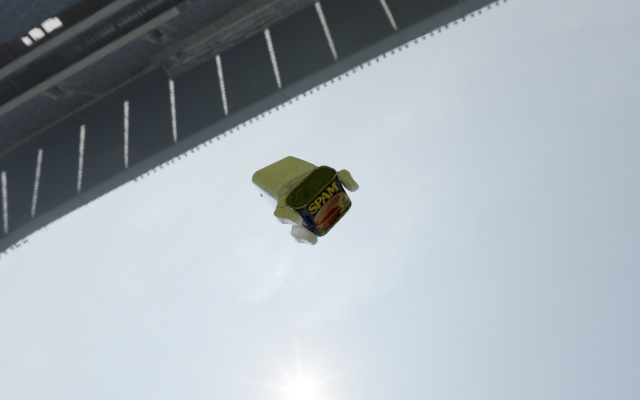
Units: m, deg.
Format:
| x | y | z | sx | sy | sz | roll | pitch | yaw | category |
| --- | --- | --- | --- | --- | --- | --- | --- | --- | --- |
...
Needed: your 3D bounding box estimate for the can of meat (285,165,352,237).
| x | y | z | sx | sy | sz | roll | pitch | yaw | category |
| --- | --- | --- | --- | --- | --- | --- | --- | --- | --- |
| 0.000 | 0.003 | 0.852 | 0.102 | 0.084 | 0.057 | -45 | 38 | -16 | can of meat |
